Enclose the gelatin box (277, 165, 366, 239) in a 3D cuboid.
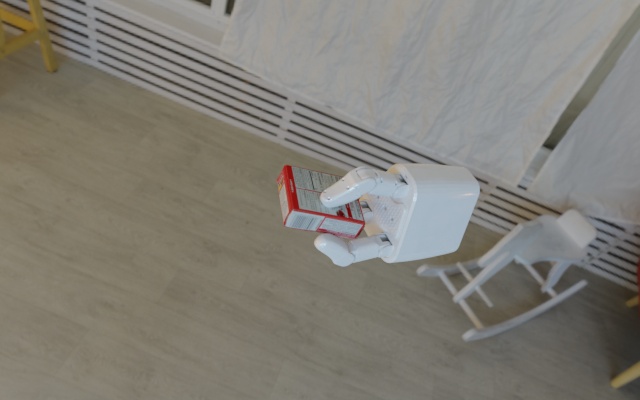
[{"bbox_3d":[0.000,0.001,0.528,0.089,0.073,0.030,11,-49,-23],"label":"gelatin box"}]
